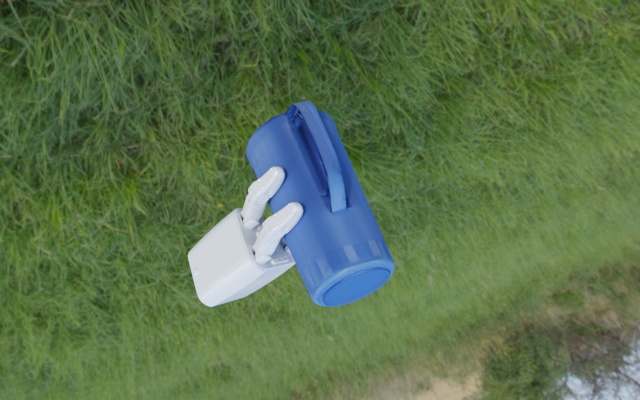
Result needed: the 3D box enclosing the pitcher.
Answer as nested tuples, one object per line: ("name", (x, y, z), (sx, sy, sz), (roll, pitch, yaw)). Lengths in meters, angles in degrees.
("pitcher", (0.000, 0.002, 0.615), (0.145, 0.242, 0.149), (-37, -31, 21))
